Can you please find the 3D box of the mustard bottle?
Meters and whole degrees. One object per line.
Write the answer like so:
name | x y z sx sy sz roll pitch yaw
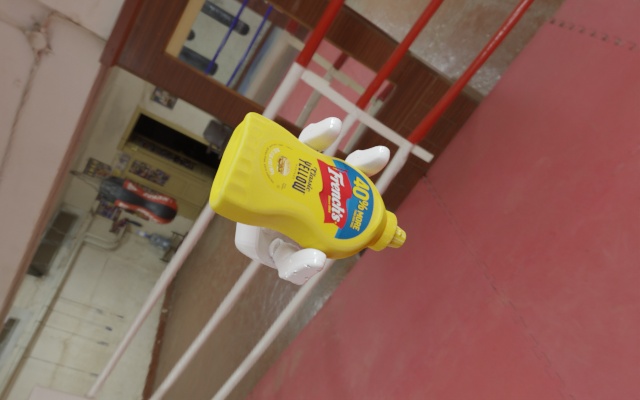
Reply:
mustard bottle | 0.000 0.001 0.445 0.192 0.096 0.058 26 -35 -22
